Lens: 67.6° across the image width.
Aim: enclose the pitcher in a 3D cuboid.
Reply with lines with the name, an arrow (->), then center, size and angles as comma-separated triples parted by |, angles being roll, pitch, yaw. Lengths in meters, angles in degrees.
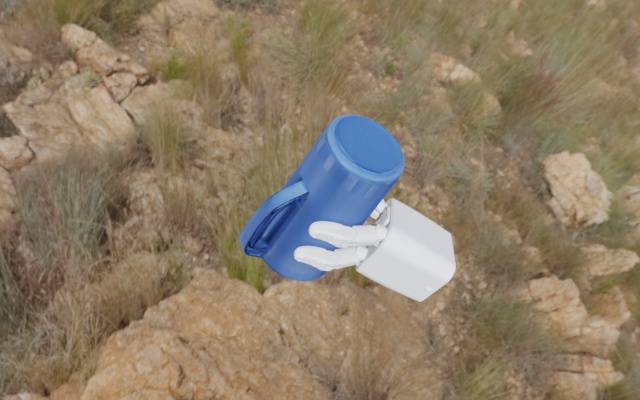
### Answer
pitcher -> 0.000, 0.002, 0.651 | 0.145, 0.149, 0.243 | 30, -44, -6
